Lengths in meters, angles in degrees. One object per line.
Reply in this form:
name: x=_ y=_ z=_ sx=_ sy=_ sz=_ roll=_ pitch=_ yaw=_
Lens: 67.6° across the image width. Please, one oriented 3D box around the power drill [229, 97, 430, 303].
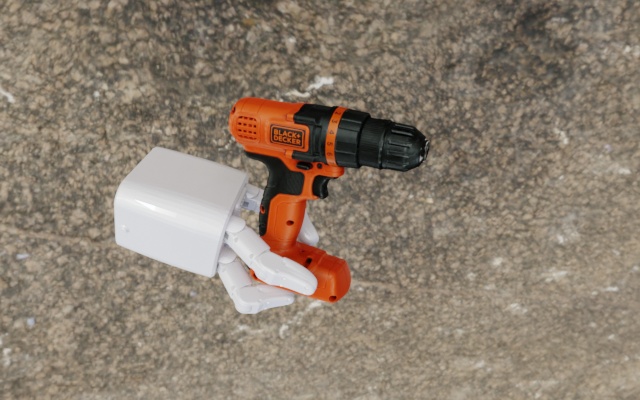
power drill: x=0.000 y=0.002 z=0.456 sx=0.184 sy=0.188 sz=0.057 roll=14 pitch=25 yaw=19
